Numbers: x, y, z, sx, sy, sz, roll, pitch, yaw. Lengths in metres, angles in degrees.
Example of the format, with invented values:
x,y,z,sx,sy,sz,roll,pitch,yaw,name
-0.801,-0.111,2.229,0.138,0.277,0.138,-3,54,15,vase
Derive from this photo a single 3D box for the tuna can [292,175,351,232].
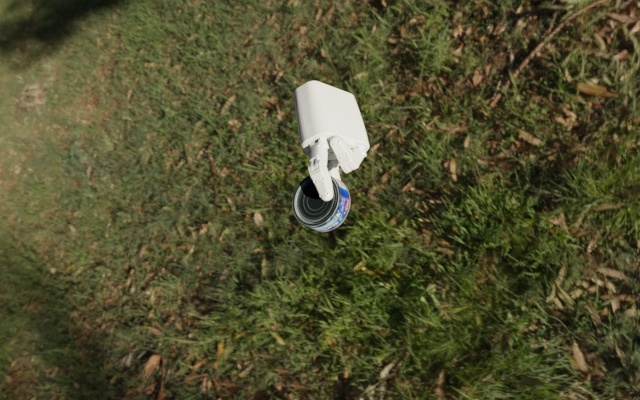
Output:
x,y,z,sx,sy,sz,roll,pitch,yaw,name
0.000,0.002,0.719,0.086,0.086,0.034,0,-13,32,tuna can
